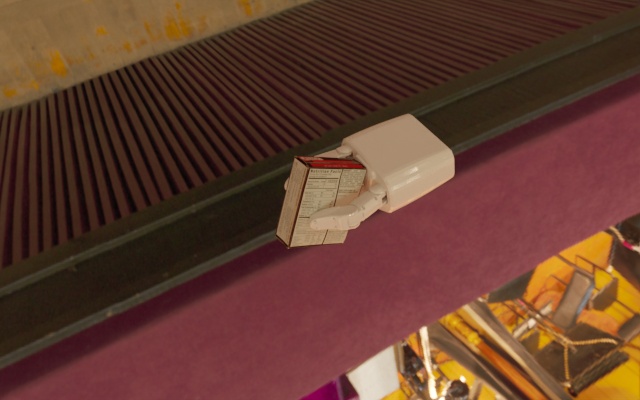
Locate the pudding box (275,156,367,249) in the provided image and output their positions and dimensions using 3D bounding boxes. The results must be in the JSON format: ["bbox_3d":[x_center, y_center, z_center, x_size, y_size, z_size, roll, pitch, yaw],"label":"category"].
[{"bbox_3d":[0.000,0.002,0.595,0.090,0.113,0.039,0,25,-35],"label":"pudding box"}]
